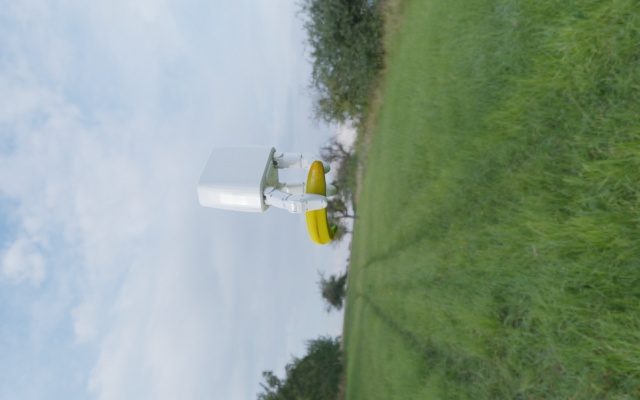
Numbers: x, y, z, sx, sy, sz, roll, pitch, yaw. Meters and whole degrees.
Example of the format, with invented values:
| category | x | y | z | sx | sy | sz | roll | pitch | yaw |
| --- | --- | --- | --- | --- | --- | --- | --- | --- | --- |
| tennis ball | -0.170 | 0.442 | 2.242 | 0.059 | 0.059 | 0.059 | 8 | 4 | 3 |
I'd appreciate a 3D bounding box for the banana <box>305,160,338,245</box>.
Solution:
| category | x | y | z | sx | sy | sz | roll | pitch | yaw |
| --- | --- | --- | --- | --- | --- | --- | --- | --- | --- |
| banana | -0.003 | 0.020 | 0.784 | 0.037 | 0.069 | 0.198 | 4 | -35 | 12 |
